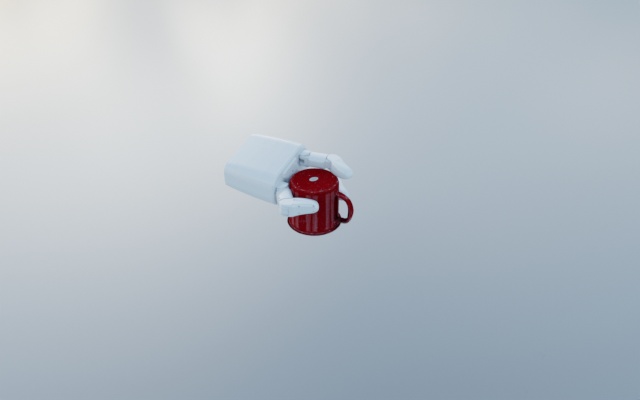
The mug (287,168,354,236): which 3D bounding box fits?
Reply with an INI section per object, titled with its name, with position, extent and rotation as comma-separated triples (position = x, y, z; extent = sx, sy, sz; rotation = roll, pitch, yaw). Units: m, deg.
[mug]
position = 0.001, 0.003, 0.787
extent = 0.117, 0.082, 0.093
rotation = 18, 37, 25
